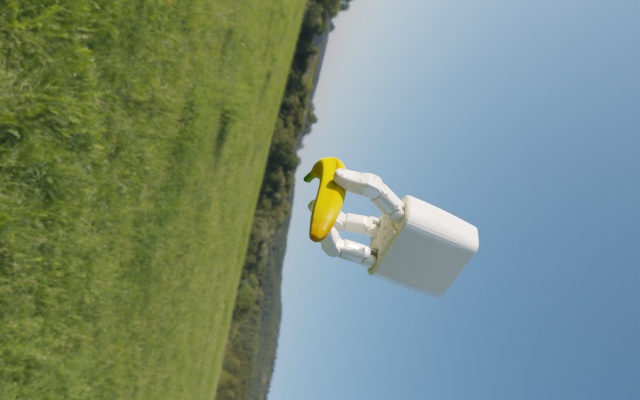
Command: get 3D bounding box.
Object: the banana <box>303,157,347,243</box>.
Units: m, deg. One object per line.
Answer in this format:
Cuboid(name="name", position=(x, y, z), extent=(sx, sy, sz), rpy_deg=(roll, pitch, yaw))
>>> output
Cuboid(name="banana", position=(0.009, -0.015, 0.619), extent=(0.037, 0.070, 0.197), rpy_deg=(26, 19, -12))
